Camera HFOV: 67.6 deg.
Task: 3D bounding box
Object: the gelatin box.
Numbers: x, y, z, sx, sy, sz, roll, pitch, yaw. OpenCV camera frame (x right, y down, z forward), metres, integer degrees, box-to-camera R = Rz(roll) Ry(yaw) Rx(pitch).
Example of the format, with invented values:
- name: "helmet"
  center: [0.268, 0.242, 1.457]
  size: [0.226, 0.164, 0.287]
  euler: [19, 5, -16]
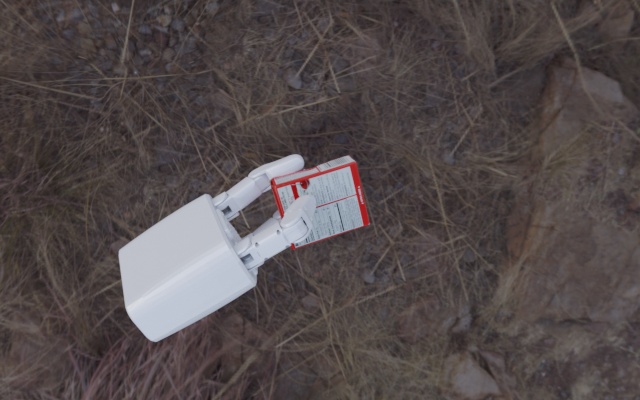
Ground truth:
- name: "gelatin box"
  center: [0.000, 0.002, 0.495]
  size: [0.089, 0.073, 0.030]
  euler: [-17, 22, -6]
